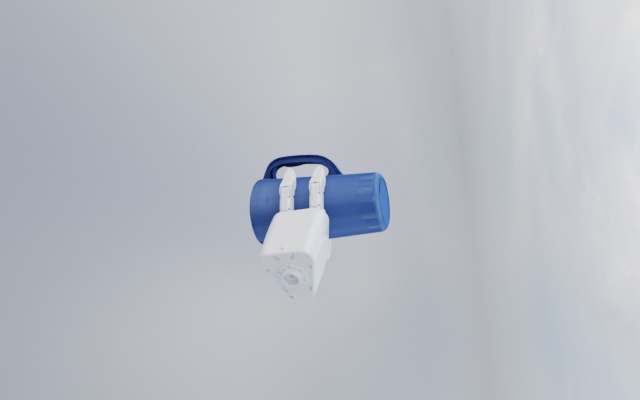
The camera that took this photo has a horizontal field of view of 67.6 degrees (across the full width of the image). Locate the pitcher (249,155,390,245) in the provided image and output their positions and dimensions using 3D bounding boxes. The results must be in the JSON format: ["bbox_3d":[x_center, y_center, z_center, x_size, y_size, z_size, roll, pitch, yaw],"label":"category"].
[{"bbox_3d":[0.000,0.003,0.889,0.243,0.149,0.145,-6,33,18],"label":"pitcher"}]
